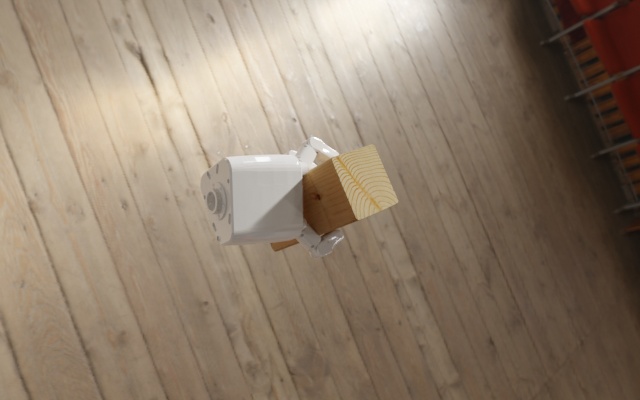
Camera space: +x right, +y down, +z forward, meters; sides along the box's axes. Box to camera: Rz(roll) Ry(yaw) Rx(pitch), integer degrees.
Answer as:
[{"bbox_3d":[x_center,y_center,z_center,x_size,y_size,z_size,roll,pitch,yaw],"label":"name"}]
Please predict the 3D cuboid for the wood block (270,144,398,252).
[{"bbox_3d":[0.000,0.003,0.711,0.090,0.091,0.206,-21,-2,-40],"label":"wood block"}]
